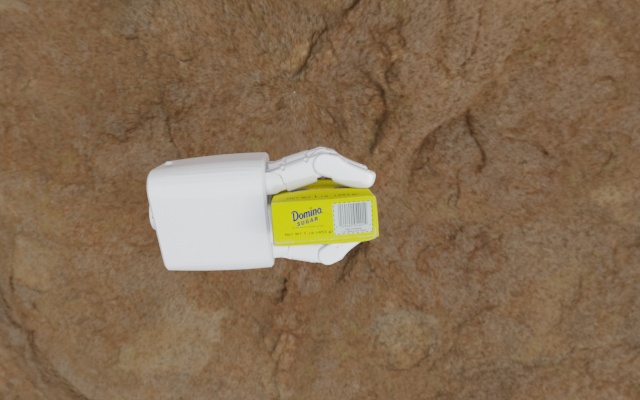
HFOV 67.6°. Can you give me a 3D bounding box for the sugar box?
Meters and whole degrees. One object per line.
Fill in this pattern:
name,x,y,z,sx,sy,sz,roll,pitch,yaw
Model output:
sugar box,0.000,0.001,0.493,0.093,0.048,0.176,-3,13,-3
